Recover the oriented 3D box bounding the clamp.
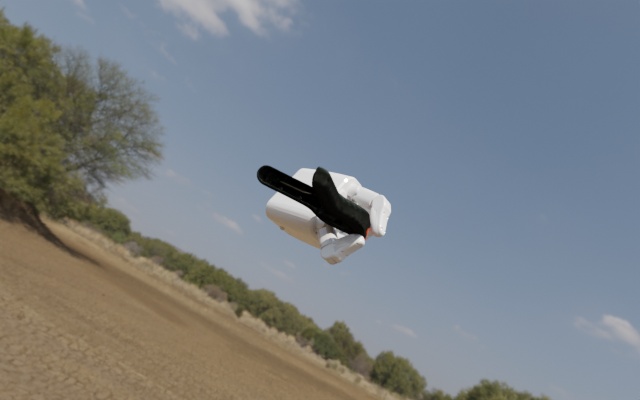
[{"bbox_3d":[0.001,0.002,0.609,0.120,0.039,0.171,18,-18,42],"label":"clamp"}]
